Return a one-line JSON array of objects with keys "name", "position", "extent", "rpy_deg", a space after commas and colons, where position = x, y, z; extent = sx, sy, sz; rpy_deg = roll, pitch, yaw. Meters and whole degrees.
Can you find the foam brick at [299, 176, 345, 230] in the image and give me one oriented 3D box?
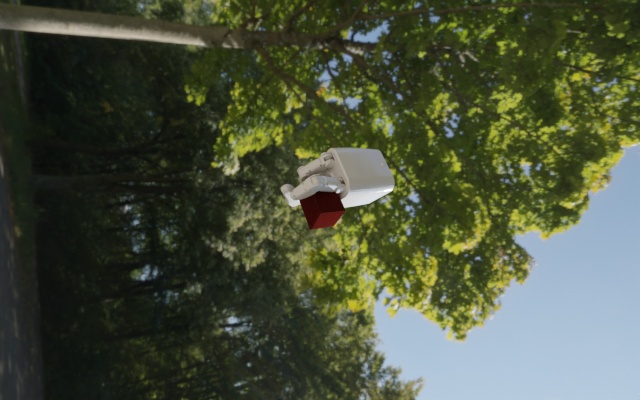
[{"name": "foam brick", "position": [0.000, 0.003, 0.831], "extent": [0.051, 0.078, 0.053], "rpy_deg": [-4, -32, -30]}]
